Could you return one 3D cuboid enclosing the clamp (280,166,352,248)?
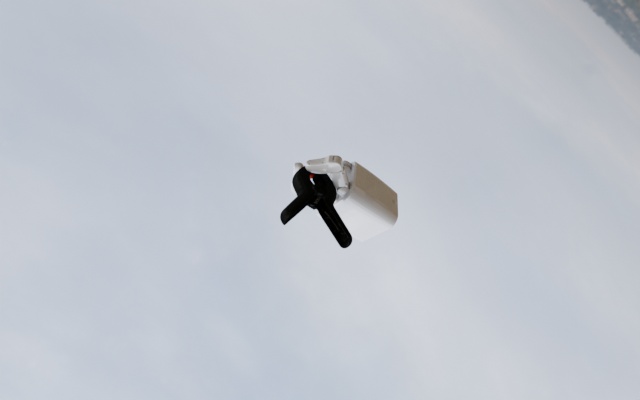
[{"bbox_3d":[0.000,0.003,0.761,0.120,0.171,0.039,34,-54,-19],"label":"clamp"}]
